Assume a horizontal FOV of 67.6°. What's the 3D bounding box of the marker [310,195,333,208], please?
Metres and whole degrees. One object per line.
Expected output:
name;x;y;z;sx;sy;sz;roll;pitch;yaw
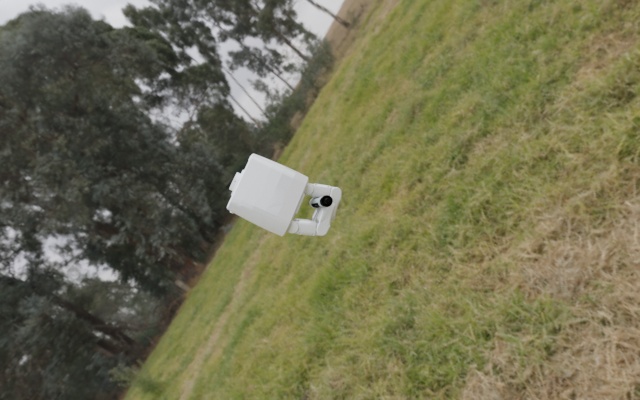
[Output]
marker;0.000;0.003;0.800;0.020;0.020;0.121;0;-2;-10
